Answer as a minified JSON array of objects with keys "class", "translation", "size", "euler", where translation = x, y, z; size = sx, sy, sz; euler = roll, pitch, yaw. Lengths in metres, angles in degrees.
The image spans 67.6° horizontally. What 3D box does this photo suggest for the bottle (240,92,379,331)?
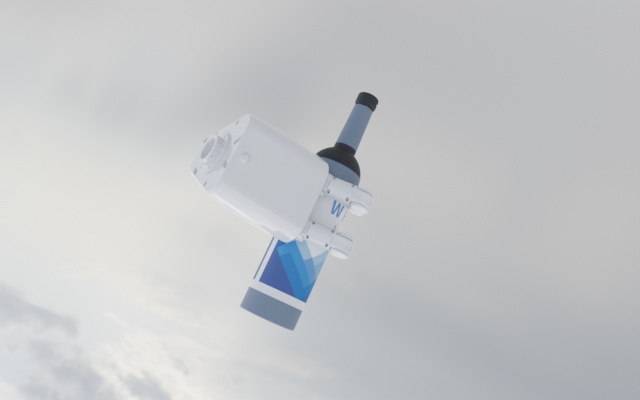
[{"class":"bottle","translation":[0.000,0.002,0.565],"size":[0.069,0.295,0.069],"euler":[24,-13,6]}]
